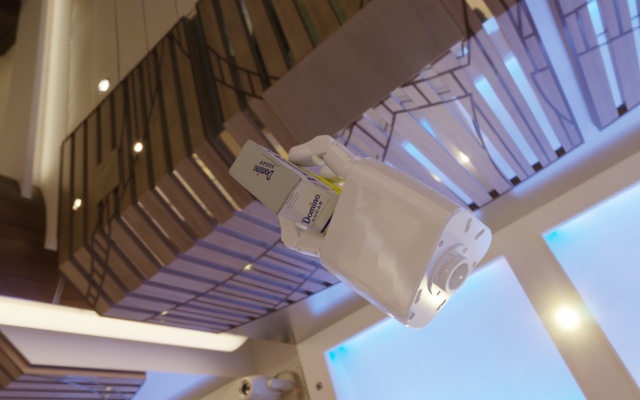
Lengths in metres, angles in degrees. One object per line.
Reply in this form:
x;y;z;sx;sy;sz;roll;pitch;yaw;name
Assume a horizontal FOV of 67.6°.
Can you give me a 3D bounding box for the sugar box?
0.001;0.001;0.495;0.093;0.048;0.176;37;6;42;sugar box
